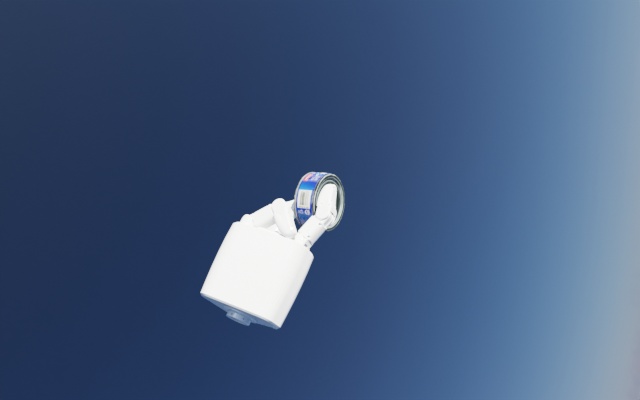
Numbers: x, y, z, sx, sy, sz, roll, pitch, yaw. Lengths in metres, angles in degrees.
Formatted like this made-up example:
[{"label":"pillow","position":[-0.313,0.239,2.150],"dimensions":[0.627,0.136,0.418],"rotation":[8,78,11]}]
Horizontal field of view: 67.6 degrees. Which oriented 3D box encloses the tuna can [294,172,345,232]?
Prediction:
[{"label":"tuna can","position":[0.001,0.002,0.691],"dimensions":[0.034,0.086,0.086],"rotation":[5,3,33]}]
